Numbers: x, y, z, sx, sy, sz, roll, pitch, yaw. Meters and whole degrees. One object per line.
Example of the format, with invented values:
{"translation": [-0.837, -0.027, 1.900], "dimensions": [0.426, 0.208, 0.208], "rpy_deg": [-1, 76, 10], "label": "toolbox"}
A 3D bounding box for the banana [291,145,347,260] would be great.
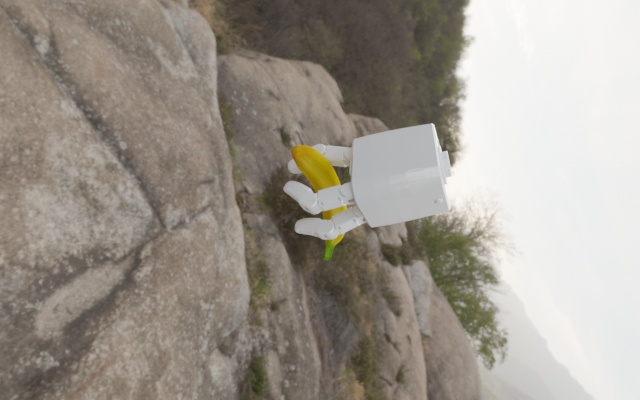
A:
{"translation": [0.006, -0.007, 0.662], "dimensions": [0.037, 0.198, 0.069], "rpy_deg": [0, 40, 22], "label": "banana"}
